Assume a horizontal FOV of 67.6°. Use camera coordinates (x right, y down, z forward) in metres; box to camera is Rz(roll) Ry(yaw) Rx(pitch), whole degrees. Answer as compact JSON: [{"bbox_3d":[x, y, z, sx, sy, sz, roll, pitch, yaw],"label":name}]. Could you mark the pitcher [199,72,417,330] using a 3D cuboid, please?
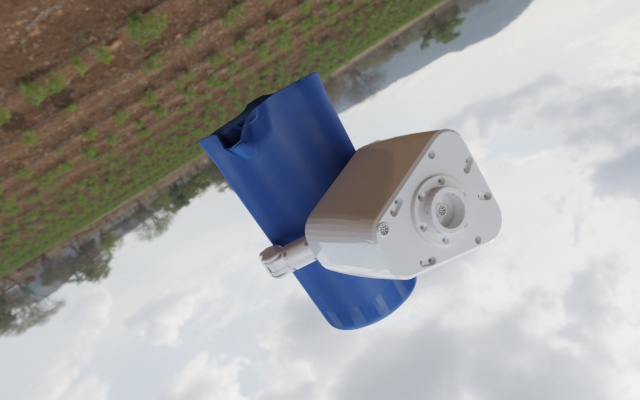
[{"bbox_3d":[0.000,0.002,0.494,0.149,0.243,0.145,-35,12,-22],"label":"pitcher"}]
